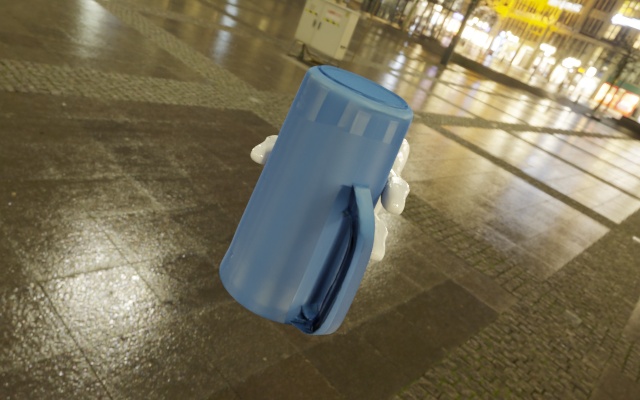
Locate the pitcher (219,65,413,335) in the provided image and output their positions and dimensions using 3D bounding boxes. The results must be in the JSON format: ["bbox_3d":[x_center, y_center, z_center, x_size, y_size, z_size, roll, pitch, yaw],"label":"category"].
[{"bbox_3d":[0.000,0.001,0.479,0.149,0.243,0.145,28,24,9],"label":"pitcher"}]
